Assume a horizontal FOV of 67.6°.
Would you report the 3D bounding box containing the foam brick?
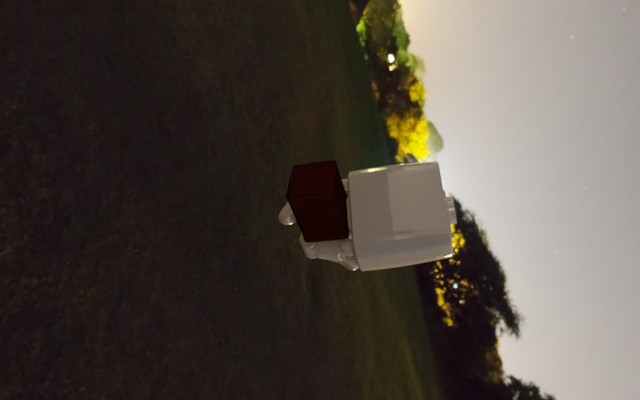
[{"bbox_3d":[0.000,0.002,0.534,0.051,0.053,0.078,-6,-44,14],"label":"foam brick"}]
